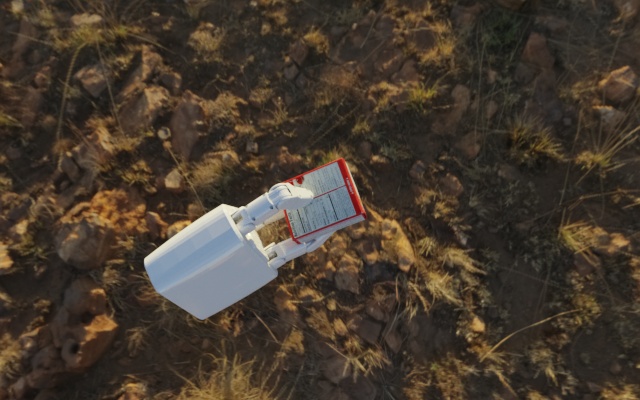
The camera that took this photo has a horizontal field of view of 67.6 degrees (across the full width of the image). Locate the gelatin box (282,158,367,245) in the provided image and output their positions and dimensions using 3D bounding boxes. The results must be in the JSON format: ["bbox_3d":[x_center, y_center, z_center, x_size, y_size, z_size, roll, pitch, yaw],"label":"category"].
[{"bbox_3d":[0.000,0.002,0.558,0.089,0.073,0.030,-22,-20,9],"label":"gelatin box"}]
